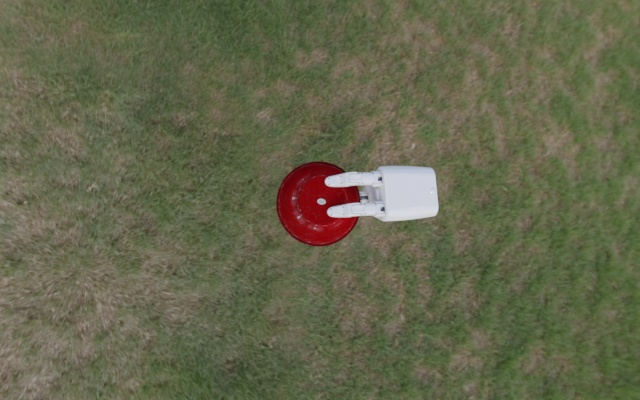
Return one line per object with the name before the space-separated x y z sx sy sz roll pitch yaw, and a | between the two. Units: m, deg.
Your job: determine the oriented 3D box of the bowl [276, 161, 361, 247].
bowl | -0.001 0.003 0.875 0.162 0.162 0.055 0 -6 -7
